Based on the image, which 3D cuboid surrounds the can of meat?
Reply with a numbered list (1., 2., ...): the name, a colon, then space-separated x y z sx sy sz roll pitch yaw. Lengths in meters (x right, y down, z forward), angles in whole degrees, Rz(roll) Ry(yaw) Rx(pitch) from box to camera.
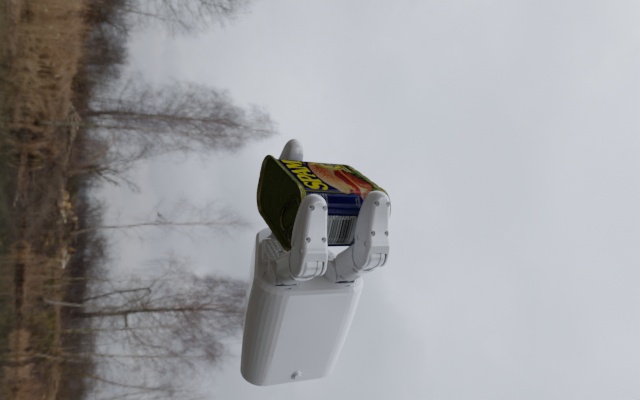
1. can of meat: 0.000 0.001 0.418 0.084 0.057 0.102 2 22 -26
